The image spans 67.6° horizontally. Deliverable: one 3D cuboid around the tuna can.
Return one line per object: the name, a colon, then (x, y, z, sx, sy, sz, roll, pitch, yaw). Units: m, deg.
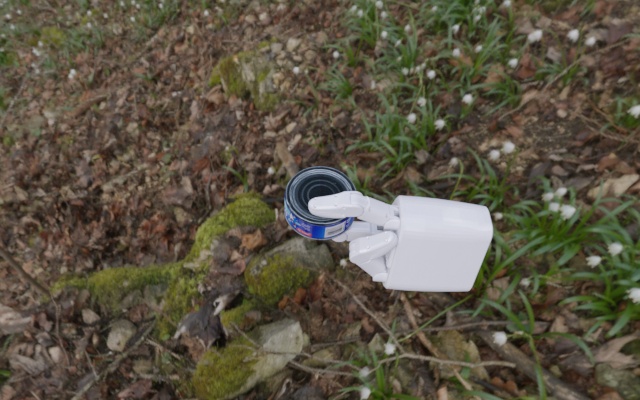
tuna can: (0.000, 0.002, 0.560, 0.086, 0.086, 0.034, 0, -35, -4)
